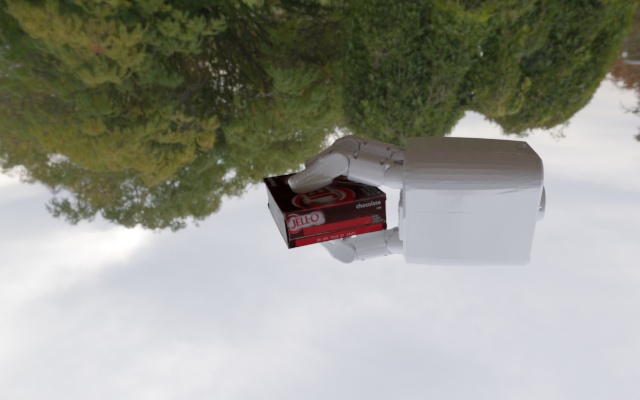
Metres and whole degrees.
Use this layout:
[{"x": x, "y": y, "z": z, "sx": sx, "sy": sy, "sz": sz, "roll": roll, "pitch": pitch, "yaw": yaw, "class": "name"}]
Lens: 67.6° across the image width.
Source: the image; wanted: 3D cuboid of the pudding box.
[{"x": 0.000, "y": 0.002, "z": 0.444, "sx": 0.090, "sy": 0.039, "sz": 0.113, "roll": -9, "pitch": 18, "yaw": -13, "class": "pudding box"}]
